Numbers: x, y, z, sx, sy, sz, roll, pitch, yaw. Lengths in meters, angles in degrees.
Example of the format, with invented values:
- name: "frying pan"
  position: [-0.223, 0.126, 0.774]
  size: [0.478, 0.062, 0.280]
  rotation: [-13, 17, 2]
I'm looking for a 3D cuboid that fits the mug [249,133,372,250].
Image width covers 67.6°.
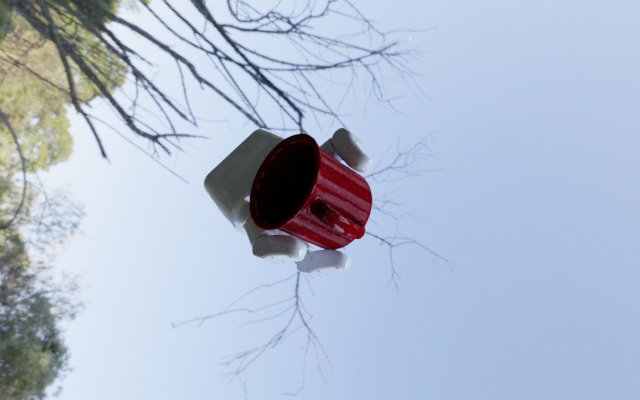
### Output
- name: "mug"
  position: [0.001, 0.002, 0.436]
  size: [0.081, 0.093, 0.117]
  rotation: [28, 5, -38]
